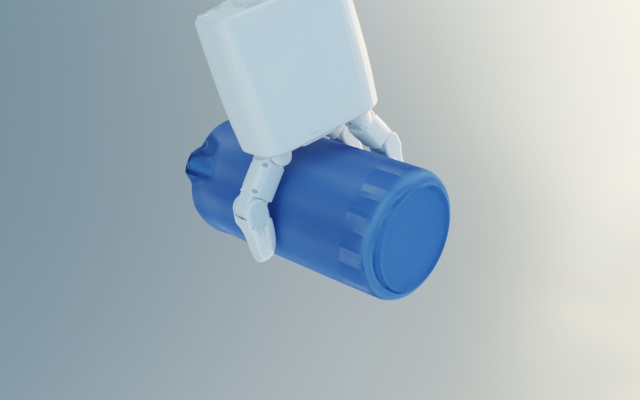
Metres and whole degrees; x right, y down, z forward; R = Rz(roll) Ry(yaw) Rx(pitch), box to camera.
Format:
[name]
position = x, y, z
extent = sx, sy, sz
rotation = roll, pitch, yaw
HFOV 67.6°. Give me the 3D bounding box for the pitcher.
[pitcher]
position = 0.000, 0.001, 0.458
extent = 0.149, 0.145, 0.242
rotation = -38, 38, -29
